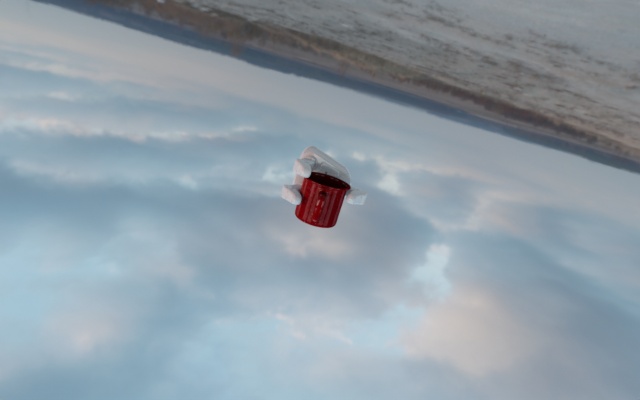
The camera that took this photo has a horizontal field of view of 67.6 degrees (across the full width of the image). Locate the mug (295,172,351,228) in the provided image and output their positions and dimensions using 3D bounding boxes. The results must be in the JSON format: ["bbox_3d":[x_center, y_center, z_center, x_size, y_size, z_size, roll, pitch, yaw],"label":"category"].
[{"bbox_3d":[0.000,0.003,0.874,0.093,0.081,0.117,16,16,-3],"label":"mug"}]
